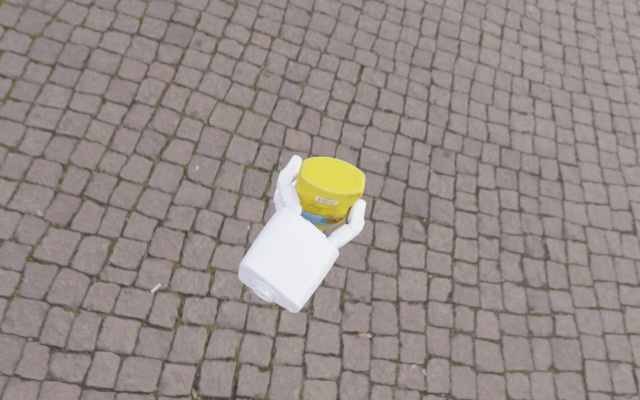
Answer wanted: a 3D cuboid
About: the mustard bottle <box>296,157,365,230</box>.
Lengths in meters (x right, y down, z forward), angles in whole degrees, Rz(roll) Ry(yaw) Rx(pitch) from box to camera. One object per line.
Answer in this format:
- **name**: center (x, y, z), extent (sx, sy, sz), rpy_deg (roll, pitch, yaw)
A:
- **mustard bottle**: center (0.000, 0.002, 0.758), extent (0.096, 0.058, 0.192), rpy_deg (12, -26, -7)
